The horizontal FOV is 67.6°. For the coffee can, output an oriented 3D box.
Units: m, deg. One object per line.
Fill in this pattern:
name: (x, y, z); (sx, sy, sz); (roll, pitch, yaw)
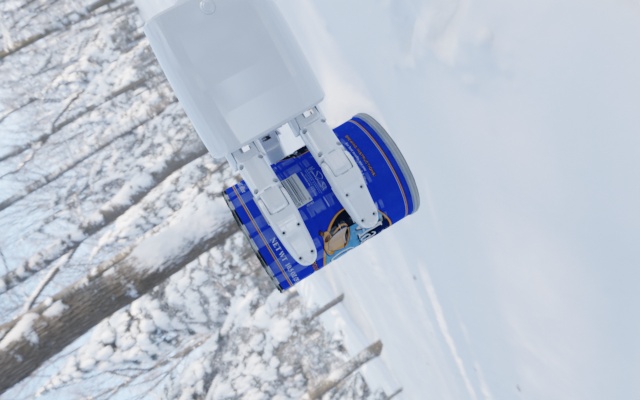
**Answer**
coffee can: (0.000, 0.001, 0.421); (0.140, 0.103, 0.103); (-31, 4, -7)
